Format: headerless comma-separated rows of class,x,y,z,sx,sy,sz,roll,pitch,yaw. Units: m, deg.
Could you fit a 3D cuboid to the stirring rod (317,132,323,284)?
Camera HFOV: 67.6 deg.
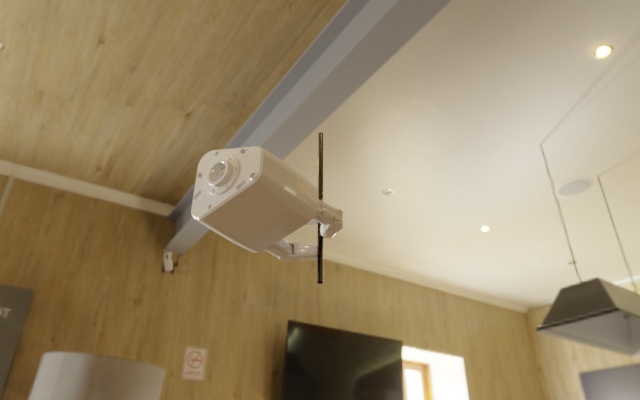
stirring rod,0.000,0.002,0.681,0.011,0.239,0.011,0,-29,0
